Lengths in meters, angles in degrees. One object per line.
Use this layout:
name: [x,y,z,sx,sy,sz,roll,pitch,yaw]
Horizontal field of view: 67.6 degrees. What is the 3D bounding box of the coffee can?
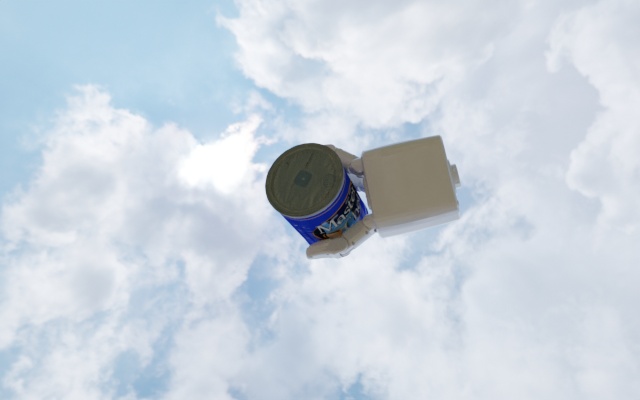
coffee can: [0.000,0.002,0.643,0.103,0.102,0.140,0,-25,20]
